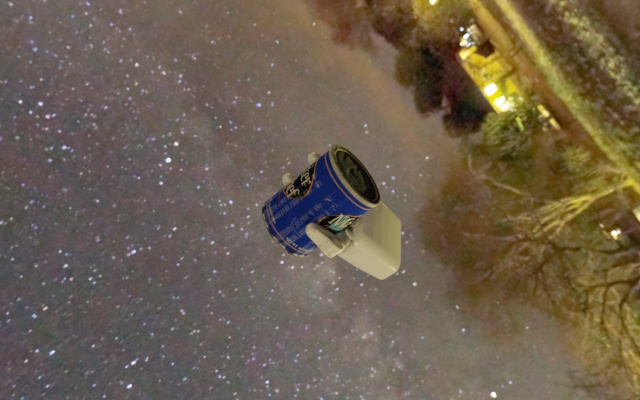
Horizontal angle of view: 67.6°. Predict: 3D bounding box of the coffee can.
[{"bbox_3d":[0.000,0.002,0.688,0.140,0.102,0.103,-37,-17,24],"label":"coffee can"}]
